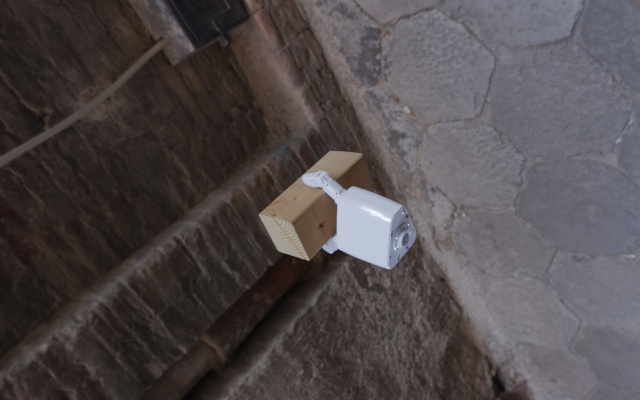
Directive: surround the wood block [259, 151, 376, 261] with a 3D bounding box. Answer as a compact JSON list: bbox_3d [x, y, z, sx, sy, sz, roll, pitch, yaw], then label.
[{"bbox_3d":[0.000,0.003,0.884,0.090,0.091,0.206,11,45,44],"label":"wood block"}]
